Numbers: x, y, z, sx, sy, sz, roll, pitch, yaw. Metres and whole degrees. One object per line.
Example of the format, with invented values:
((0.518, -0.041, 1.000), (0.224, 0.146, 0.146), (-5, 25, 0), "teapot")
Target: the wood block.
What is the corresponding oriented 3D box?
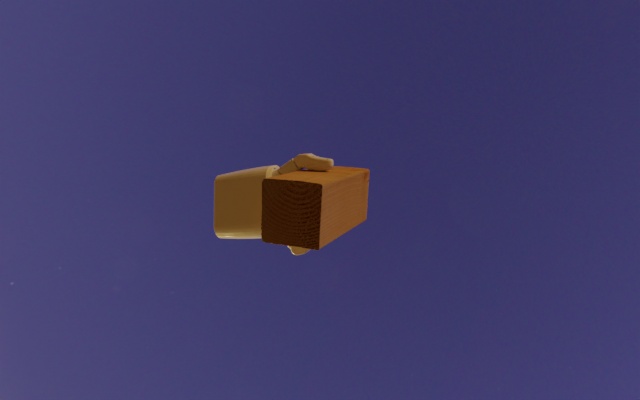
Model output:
((0.000, 0.002, 0.723), (0.090, 0.091, 0.206), (6, 11, 22), "wood block")
